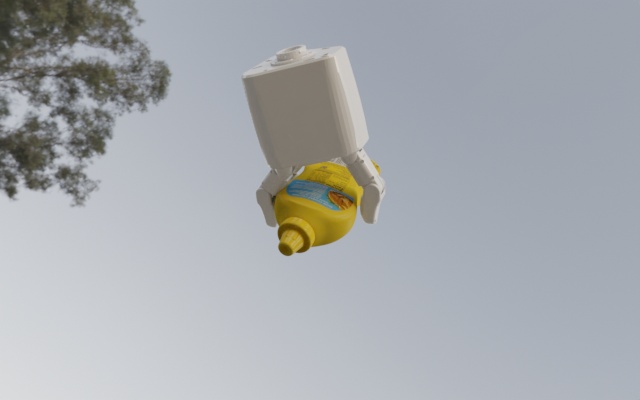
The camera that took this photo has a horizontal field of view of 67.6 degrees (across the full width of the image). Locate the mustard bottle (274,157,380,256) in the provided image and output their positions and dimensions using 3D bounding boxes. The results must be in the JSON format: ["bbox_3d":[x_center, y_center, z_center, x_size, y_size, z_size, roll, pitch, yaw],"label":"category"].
[{"bbox_3d":[0.000,0.002,0.571,0.096,0.058,0.191,20,38,14],"label":"mustard bottle"}]
